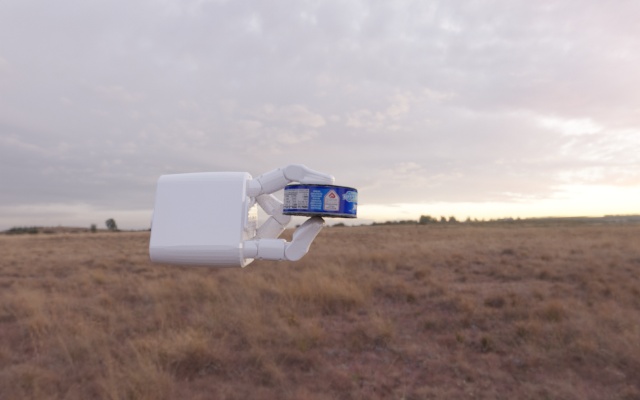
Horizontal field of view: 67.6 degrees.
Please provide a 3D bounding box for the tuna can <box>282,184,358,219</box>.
[{"bbox_3d":[0.000,0.001,0.543,0.086,0.034,0.086,3,-4,0],"label":"tuna can"}]
